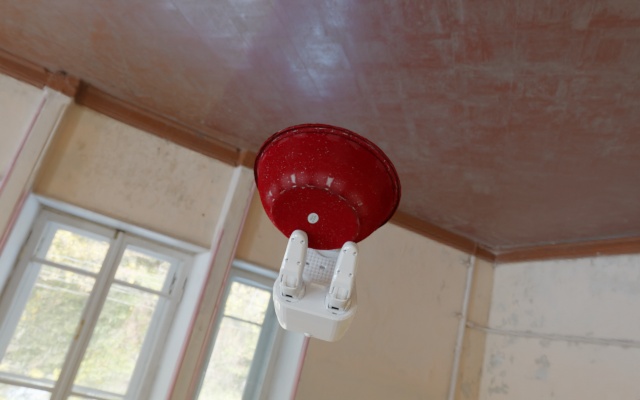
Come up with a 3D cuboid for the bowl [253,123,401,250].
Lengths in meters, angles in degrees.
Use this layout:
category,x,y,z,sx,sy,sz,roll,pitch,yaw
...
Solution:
category,x,y,z,sx,sy,sz,roll,pitch,yaw
bowl,0.000,0.001,0.495,0.162,0.162,0.055,0,42,17
